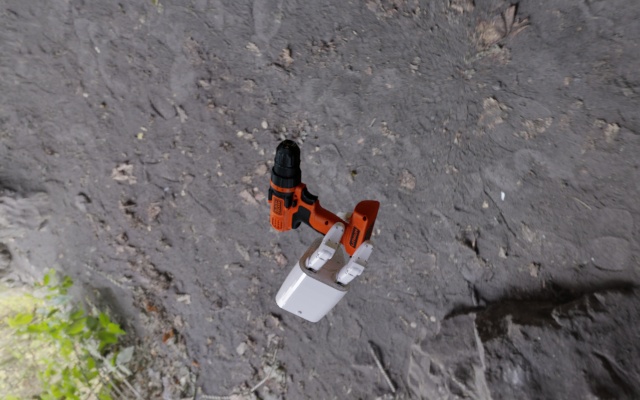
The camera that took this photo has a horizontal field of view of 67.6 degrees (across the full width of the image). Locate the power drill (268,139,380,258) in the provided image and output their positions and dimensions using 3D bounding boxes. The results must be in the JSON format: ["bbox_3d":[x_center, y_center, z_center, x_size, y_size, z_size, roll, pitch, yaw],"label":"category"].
[{"bbox_3d":[0.000,0.003,0.787,0.187,0.185,0.057,25,45,18],"label":"power drill"}]
